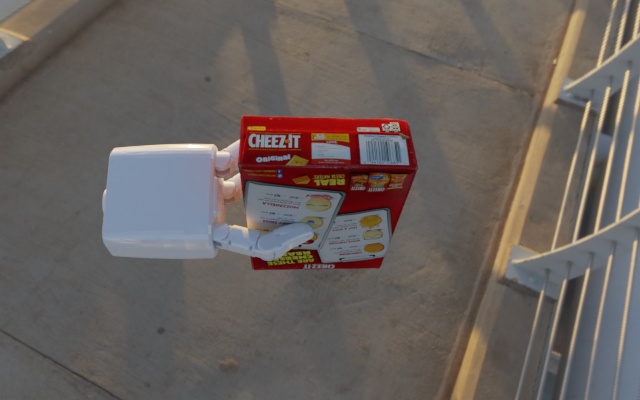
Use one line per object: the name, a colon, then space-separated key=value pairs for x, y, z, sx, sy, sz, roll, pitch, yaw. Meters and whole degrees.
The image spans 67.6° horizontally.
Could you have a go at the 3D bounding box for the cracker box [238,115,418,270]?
cracker box: x=0.000 y=0.002 z=0.528 sx=0.164 sy=0.072 sz=0.214 roll=0 pitch=-33 yaw=-4
